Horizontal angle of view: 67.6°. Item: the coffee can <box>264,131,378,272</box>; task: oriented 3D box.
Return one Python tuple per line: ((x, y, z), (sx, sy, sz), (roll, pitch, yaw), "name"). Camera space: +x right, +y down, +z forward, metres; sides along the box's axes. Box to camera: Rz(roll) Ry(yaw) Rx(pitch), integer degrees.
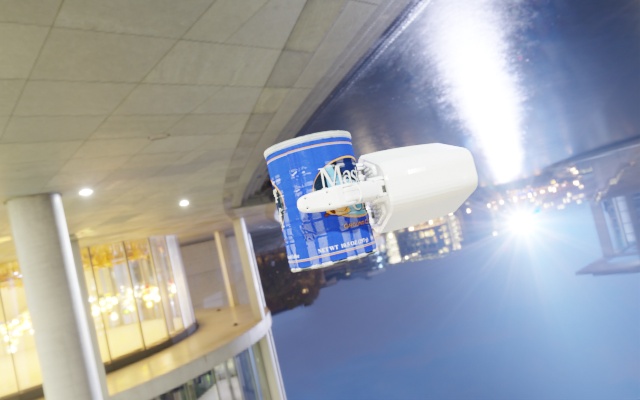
((0.000, 0.002, 0.551), (0.103, 0.140, 0.103), (-13, -3, -1), "coffee can")
